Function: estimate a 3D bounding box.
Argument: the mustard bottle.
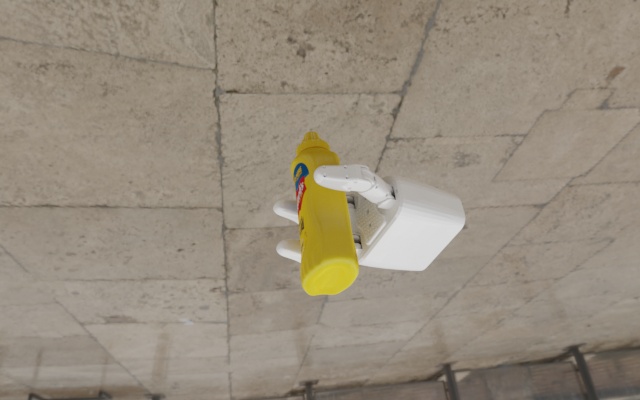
[{"bbox_3d":[0.000,0.002,0.537,0.058,0.191,0.096,-1,-31,-10],"label":"mustard bottle"}]
